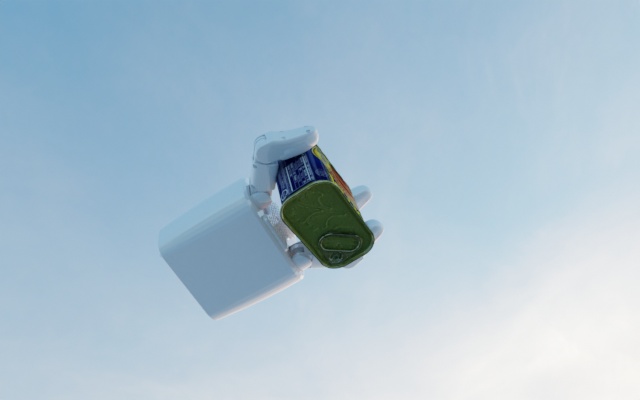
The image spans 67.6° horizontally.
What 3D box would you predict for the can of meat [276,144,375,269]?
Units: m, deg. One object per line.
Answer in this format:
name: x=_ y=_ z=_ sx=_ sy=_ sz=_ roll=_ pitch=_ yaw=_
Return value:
can of meat: x=0.000 y=0.001 z=0.459 sx=0.057 sy=0.102 sz=0.084 roll=-32 pitch=36 yaw=9
